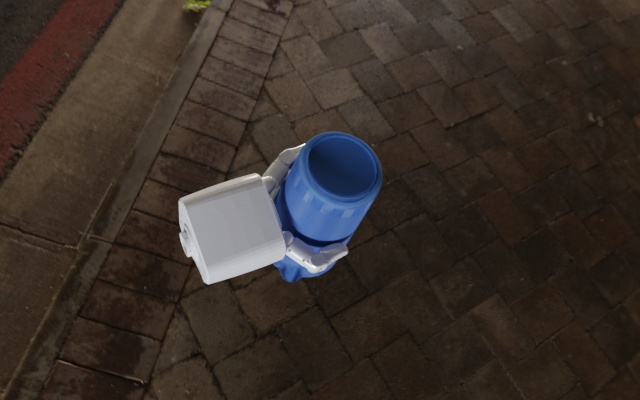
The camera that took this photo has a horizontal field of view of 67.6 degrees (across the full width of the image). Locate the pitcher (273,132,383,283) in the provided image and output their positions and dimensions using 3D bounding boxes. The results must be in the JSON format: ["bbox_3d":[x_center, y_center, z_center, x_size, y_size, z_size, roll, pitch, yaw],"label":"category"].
[{"bbox_3d":[0.000,0.002,0.678,0.145,0.149,0.243,-19,-20,-24],"label":"pitcher"}]
